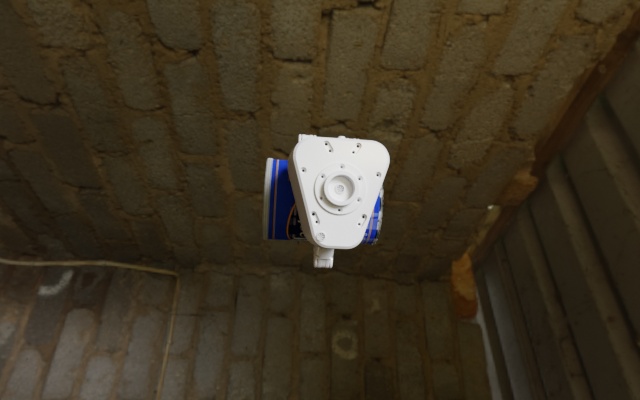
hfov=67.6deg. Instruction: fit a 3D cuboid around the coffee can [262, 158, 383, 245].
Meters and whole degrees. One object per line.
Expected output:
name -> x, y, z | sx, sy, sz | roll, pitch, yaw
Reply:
coffee can -> 0.000, 0.002, 0.604 | 0.140, 0.103, 0.103 | 3, 0, -4
